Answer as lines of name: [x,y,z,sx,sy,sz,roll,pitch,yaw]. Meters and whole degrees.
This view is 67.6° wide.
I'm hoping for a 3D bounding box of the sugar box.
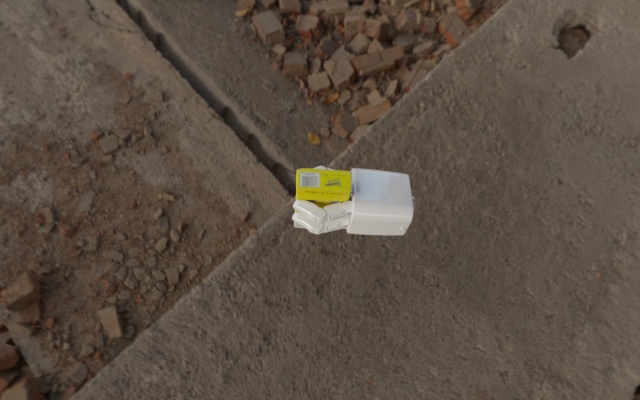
sugar box: [0.000,0.003,0.868,0.093,0.048,0.176,4,-27,-2]
